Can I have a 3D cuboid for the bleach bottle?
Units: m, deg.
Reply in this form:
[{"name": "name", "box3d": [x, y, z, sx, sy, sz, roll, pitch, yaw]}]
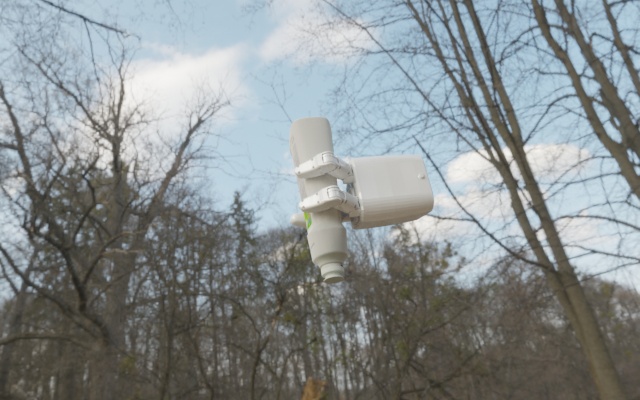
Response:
[{"name": "bleach bottle", "box3d": [0.000, 0.002, 0.708, 0.068, 0.250, 0.103, -6, -28, -6]}]
